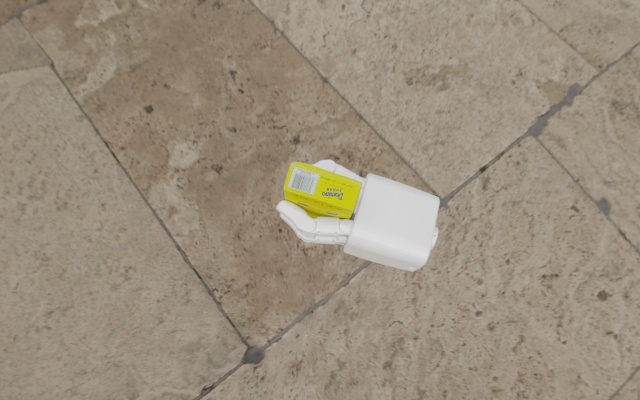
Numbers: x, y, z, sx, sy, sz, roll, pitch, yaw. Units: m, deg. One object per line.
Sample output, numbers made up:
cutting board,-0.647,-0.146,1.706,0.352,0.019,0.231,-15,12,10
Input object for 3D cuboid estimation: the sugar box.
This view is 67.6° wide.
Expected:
sugar box,0.000,0.003,0.667,0.093,0.048,0.176,18,-16,3
